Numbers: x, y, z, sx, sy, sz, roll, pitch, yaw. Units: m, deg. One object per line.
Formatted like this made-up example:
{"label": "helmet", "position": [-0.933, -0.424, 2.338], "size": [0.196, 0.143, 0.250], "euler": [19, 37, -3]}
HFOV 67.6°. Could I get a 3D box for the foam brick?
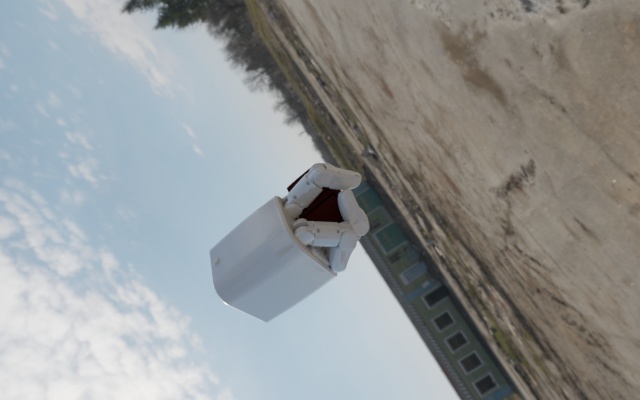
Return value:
{"label": "foam brick", "position": [0.000, 0.002, 0.584], "size": [0.053, 0.051, 0.078], "euler": [45, 10, -33]}
